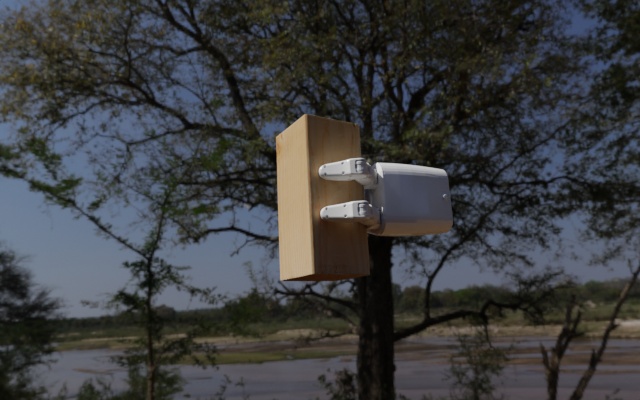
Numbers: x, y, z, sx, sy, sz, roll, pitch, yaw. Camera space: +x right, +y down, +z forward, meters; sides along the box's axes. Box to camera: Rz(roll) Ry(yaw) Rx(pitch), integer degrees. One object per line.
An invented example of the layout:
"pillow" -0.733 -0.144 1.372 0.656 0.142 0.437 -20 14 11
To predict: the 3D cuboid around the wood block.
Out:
"wood block" 0.000 0.002 0.648 0.090 0.206 0.091 5 -17 -30
